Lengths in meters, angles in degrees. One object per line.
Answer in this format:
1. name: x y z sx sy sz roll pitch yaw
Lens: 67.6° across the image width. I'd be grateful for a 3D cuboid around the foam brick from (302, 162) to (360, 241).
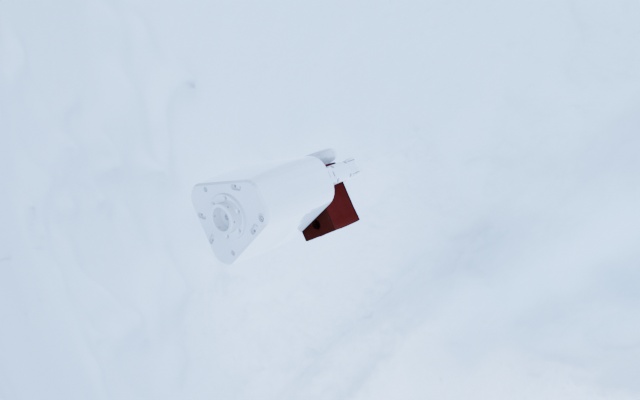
1. foam brick: 0.000 0.002 0.573 0.053 0.078 0.051 -24 -1 40
